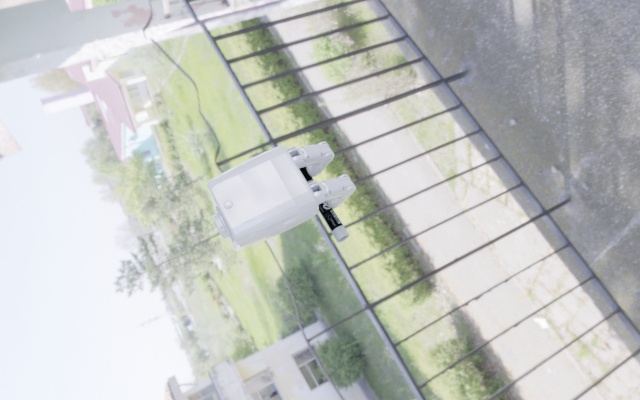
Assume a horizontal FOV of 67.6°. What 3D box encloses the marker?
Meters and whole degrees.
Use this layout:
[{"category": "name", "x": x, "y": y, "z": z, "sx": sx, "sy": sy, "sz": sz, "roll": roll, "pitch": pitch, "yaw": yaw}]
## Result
[{"category": "marker", "x": 0.000, "y": 0.002, "z": 0.644, "sx": 0.020, "sy": 0.121, "sz": 0.020, "roll": -28, "pitch": -20, "yaw": -11}]
